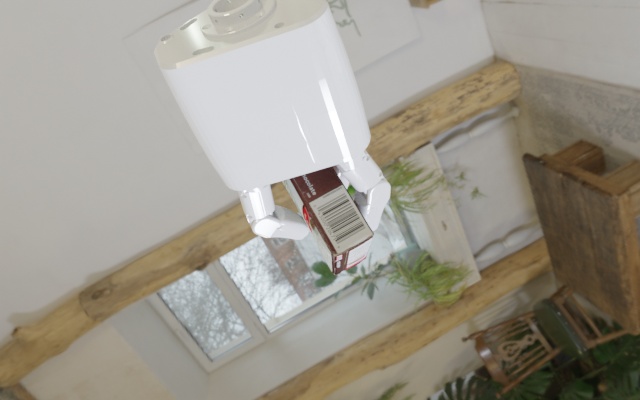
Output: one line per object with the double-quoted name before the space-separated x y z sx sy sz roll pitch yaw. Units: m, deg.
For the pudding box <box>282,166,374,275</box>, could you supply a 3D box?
"pudding box" 0.000 0.001 0.409 0.039 0.113 0.090 -27 -17 -6
